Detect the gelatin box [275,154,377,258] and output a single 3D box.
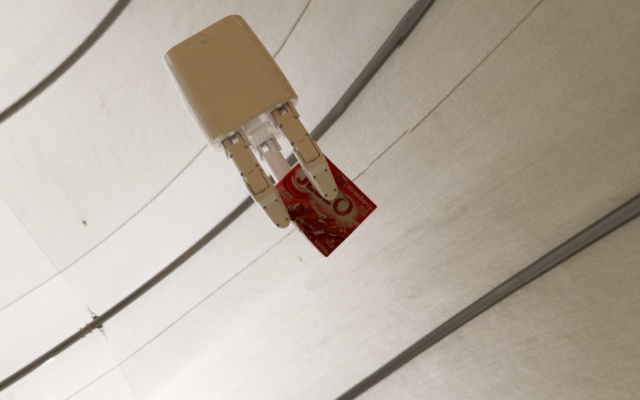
[{"bbox_3d":[0.000,0.002,0.484,0.073,0.089,0.030,-44,-1,-6],"label":"gelatin box"}]
